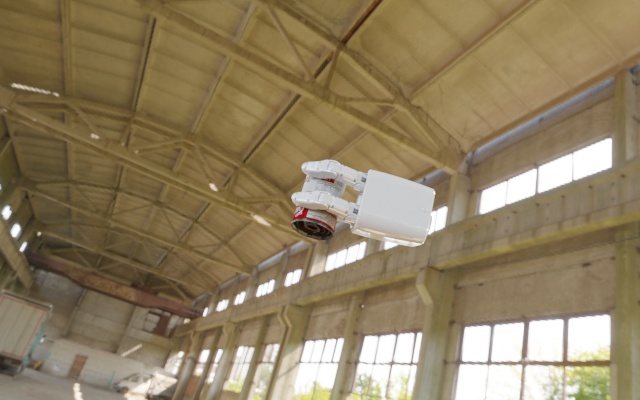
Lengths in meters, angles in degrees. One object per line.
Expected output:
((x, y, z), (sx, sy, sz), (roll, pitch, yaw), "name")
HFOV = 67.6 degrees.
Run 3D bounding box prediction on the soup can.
((0.000, 0.002, 0.756), (0.068, 0.102, 0.068), (14, -25, 6), "soup can")
